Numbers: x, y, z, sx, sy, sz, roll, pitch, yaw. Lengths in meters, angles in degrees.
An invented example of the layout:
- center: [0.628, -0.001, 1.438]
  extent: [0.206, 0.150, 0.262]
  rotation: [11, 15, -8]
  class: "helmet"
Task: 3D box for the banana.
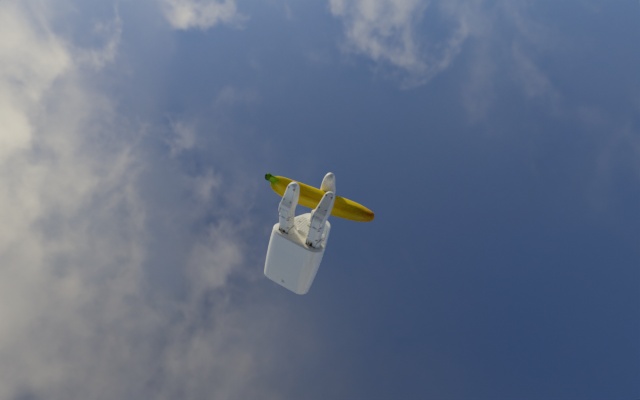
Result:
- center: [-0.005, -0.001, 0.827]
  extent: [0.198, 0.037, 0.069]
  rotation: [19, 4, -7]
  class: "banana"
